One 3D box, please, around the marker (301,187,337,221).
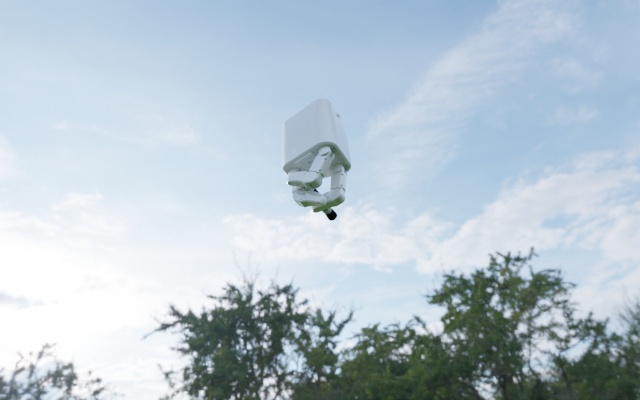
[{"bbox_3d":[0.000,0.003,0.830,0.020,0.020,0.121,0,-28,28],"label":"marker"}]
